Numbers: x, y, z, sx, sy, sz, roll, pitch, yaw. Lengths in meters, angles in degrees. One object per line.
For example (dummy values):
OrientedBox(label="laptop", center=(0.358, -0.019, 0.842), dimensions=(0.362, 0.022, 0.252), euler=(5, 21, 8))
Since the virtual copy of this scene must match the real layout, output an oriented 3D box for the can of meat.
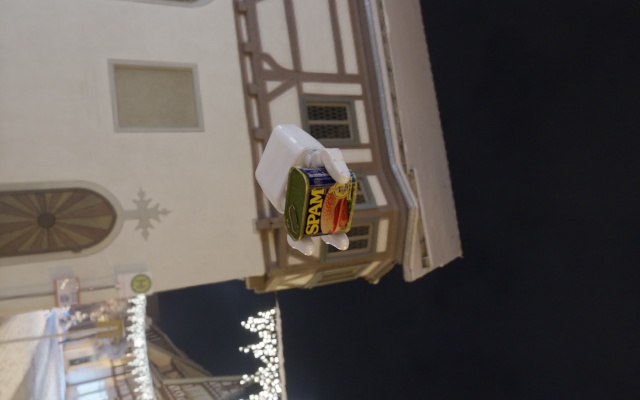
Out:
OrientedBox(label="can of meat", center=(0.000, 0.002, 0.671), dimensions=(0.084, 0.102, 0.057), euler=(-5, 28, -28))
